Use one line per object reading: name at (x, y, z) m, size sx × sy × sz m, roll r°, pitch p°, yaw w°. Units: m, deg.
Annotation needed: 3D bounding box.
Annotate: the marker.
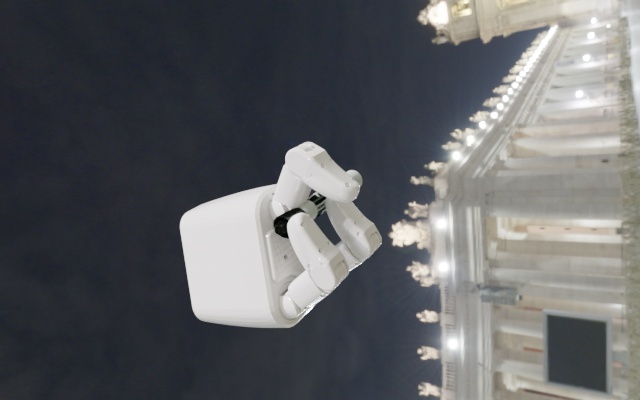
marker at (0.000, 0.001, 0.402) m, size 0.020 × 0.020 × 0.121 m, roll 0°, pitch 21°, yaw 34°
